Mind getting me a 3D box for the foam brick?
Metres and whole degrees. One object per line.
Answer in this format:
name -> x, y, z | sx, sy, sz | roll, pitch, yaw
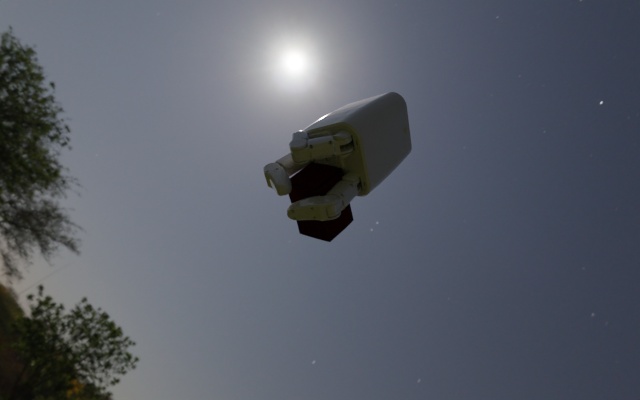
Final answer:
foam brick -> 0.000, 0.002, 0.584 | 0.053, 0.078, 0.051 | 15, 41, 39
